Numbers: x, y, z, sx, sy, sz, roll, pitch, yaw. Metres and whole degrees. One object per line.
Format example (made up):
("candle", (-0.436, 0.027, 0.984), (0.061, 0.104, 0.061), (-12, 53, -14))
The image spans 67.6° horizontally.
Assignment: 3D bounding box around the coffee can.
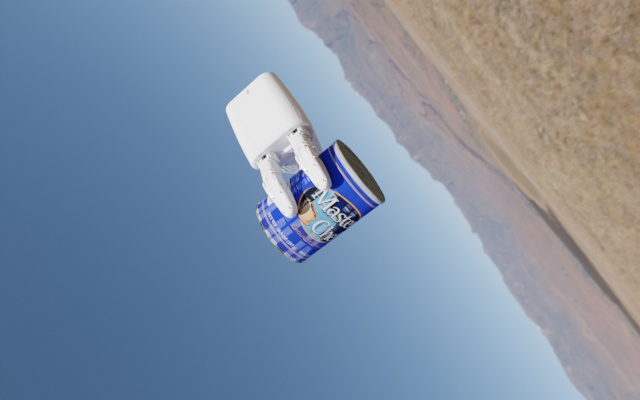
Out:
("coffee can", (0.000, 0.002, 0.637), (0.140, 0.103, 0.103), (-38, -11, 15))
